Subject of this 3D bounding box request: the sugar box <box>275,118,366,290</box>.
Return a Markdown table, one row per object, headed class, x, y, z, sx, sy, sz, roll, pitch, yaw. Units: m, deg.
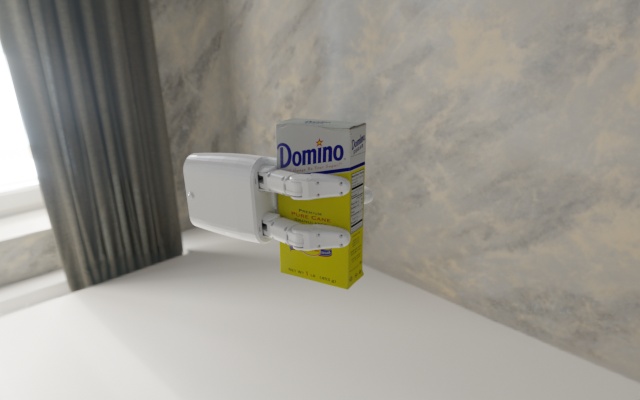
| class | x | y | z | sx | sy | sz | roll | pitch | yaw |
| --- | --- | --- | --- | --- | --- | --- | --- | --- | --- |
| sugar box | 0.000 | 0.002 | 0.524 | 0.093 | 0.176 | 0.048 | 8 | 22 | 29 |
